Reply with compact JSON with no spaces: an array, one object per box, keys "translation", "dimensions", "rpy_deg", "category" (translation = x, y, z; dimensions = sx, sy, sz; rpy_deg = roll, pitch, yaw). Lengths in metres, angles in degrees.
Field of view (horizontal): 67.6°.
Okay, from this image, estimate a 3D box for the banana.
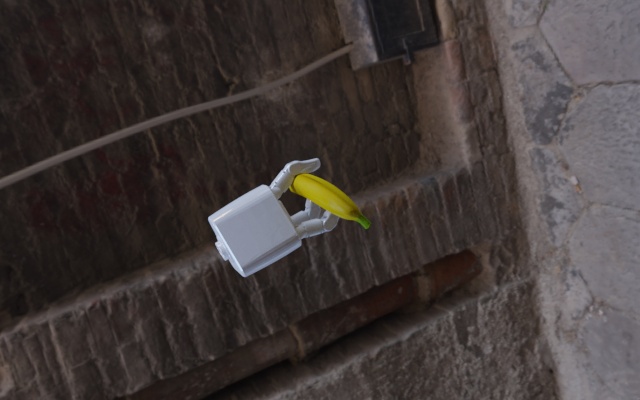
[{"translation":[-0.004,-0.009,0.762],"dimensions":[0.037,0.070,0.197],"rpy_deg":[-41,42,-16],"category":"banana"}]
